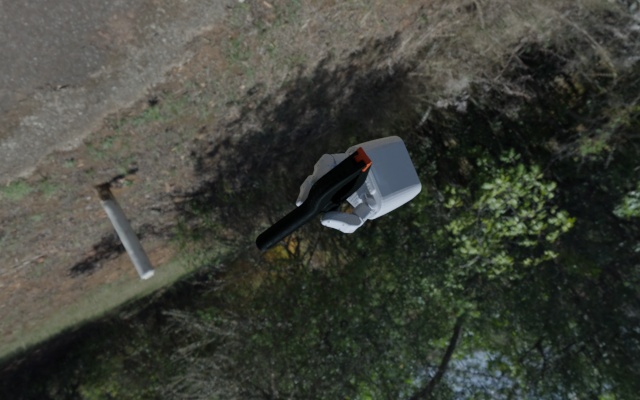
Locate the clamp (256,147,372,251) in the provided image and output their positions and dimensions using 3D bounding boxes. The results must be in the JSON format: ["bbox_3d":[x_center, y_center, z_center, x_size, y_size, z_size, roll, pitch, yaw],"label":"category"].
[{"bbox_3d":[0.001,0.003,0.693,0.164,0.036,0.210,-21,-20,-38],"label":"clamp"}]
